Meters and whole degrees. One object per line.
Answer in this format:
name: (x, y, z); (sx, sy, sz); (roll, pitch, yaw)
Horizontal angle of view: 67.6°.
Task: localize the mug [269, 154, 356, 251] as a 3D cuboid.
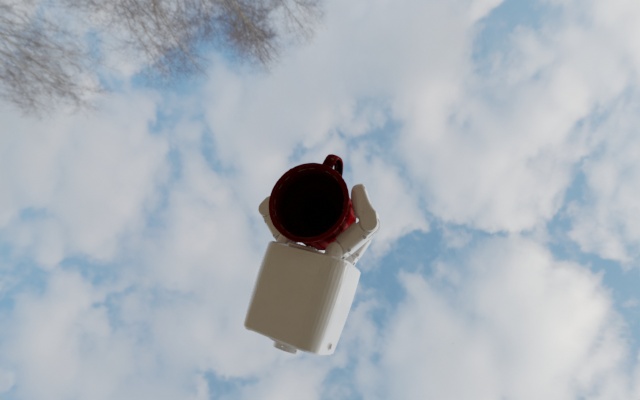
mug: (0.001, 0.001, 0.567); (0.093, 0.117, 0.081); (15, -12, 19)
